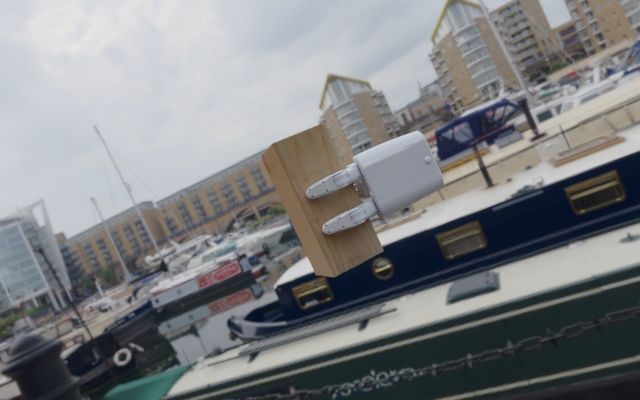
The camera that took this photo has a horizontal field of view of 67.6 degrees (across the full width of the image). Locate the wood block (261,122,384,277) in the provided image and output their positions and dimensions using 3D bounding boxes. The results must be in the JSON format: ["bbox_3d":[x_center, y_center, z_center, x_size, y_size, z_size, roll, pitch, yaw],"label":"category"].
[{"bbox_3d":[0.000,0.002,0.718,0.090,0.206,0.091,-25,1,-18],"label":"wood block"}]
